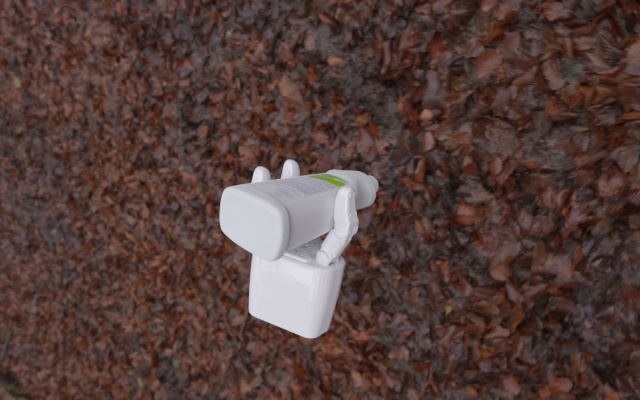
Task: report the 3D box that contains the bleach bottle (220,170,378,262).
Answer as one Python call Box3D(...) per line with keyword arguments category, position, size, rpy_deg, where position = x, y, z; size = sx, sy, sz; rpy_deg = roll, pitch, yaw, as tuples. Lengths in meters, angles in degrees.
Box3D(category="bleach bottle", position=(0.000, 0.002, 0.605), size=(0.102, 0.068, 0.251), rpy_deg=(24, 25, 34))
